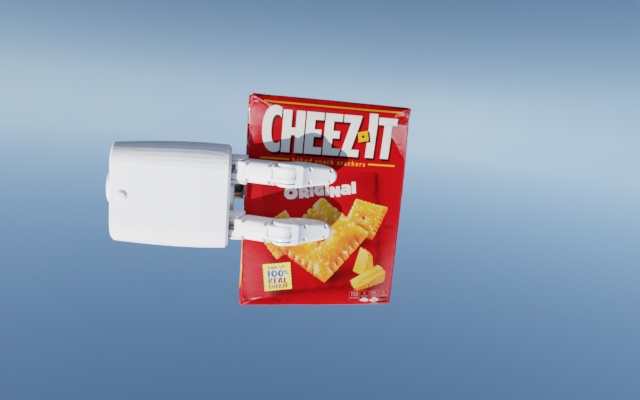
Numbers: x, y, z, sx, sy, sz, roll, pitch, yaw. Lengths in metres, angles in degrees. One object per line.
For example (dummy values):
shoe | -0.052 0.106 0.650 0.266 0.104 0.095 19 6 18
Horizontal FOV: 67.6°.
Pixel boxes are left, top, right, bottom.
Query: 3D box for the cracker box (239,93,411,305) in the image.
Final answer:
cracker box | 0.000 0.002 0.508 0.164 0.214 0.072 3 10 -11
